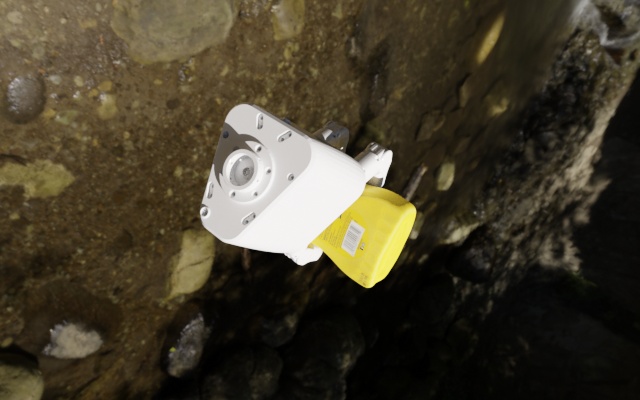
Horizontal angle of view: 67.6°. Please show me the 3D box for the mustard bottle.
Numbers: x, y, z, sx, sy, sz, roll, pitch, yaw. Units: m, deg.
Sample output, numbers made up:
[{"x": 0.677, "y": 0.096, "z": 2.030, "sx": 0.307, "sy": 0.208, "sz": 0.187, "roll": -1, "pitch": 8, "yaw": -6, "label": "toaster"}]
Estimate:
[{"x": 0.000, "y": 0.002, "z": 0.509, "sx": 0.191, "sy": 0.096, "sz": 0.058, "roll": 33, "pitch": 31, "yaw": 25, "label": "mustard bottle"}]
